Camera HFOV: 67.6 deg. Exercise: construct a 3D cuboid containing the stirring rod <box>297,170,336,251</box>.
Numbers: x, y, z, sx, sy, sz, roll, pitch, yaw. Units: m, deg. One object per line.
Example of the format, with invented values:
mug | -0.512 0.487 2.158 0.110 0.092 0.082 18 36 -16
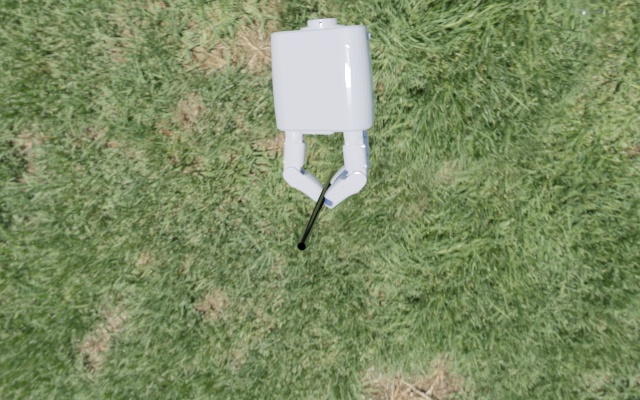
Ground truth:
stirring rod | 0.000 0.002 0.533 0.011 0.011 0.239 0 19 8
